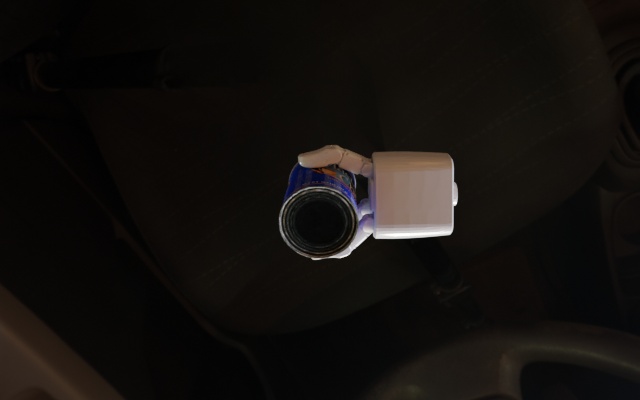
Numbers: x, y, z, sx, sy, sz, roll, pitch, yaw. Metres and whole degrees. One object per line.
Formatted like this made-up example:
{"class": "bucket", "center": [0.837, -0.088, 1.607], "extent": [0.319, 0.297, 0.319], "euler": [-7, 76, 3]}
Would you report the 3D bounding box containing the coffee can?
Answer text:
{"class": "coffee can", "center": [0.000, 0.002, 0.668], "extent": [0.103, 0.103, 0.140], "euler": [0, 23, 2]}
